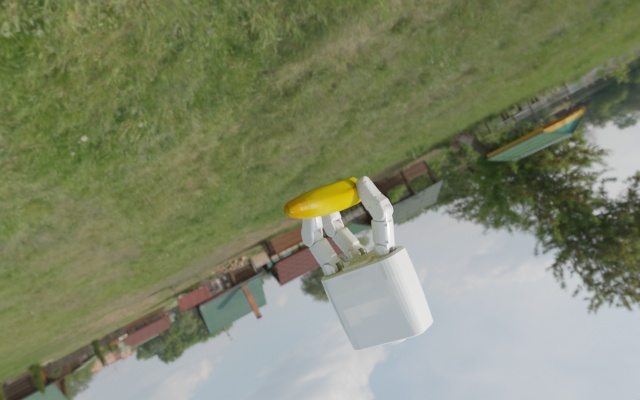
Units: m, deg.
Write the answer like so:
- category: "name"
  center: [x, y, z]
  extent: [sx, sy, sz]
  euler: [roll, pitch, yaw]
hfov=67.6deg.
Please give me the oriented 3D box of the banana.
- category: "banana"
  center: [0.018, -0.004, 0.610]
  extent: [0.069, 0.037, 0.198]
  euler: [-19, 1, 18]
